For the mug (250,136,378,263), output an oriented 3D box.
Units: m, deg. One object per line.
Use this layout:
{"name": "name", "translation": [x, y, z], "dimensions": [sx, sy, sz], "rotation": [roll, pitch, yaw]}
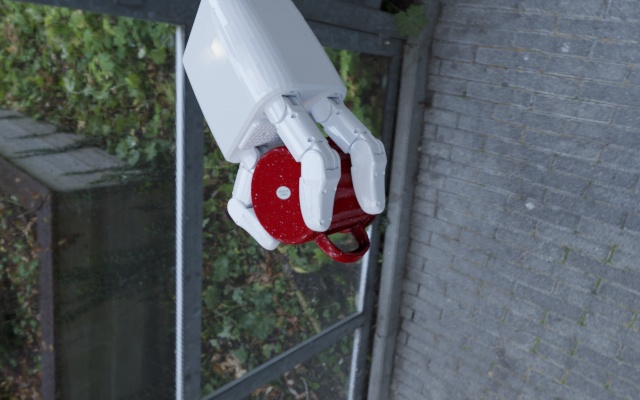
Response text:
{"name": "mug", "translation": [0.001, 0.003, 0.409], "dimensions": [0.081, 0.117, 0.093], "rotation": [-14, -19, -49]}
